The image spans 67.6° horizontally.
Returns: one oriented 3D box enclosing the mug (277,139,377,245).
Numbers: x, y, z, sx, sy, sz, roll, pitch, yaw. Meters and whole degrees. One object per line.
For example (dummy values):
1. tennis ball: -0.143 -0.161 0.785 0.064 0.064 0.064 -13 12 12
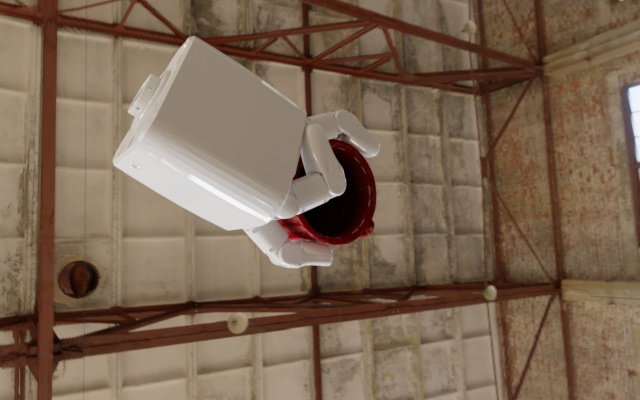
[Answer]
1. mug: 0.001 0.002 0.453 0.117 0.093 0.081 33 -23 -28
